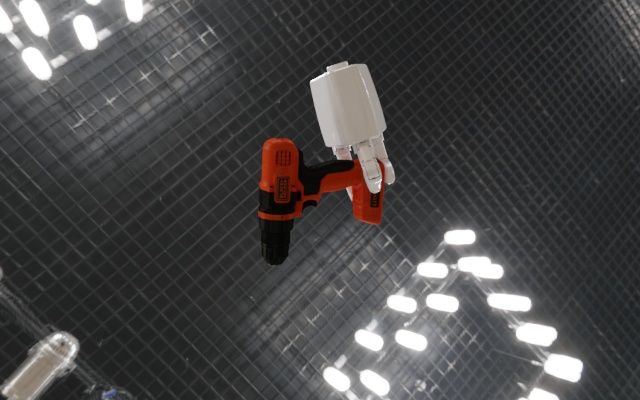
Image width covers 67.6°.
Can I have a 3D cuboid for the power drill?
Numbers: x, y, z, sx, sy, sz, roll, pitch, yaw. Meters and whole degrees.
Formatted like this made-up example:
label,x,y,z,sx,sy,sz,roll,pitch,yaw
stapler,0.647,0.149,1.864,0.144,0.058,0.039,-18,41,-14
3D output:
label,x,y,z,sx,sy,sz,roll,pitch,yaw
power drill,0.001,0.002,0.705,0.187,0.184,0.057,-3,15,-25
